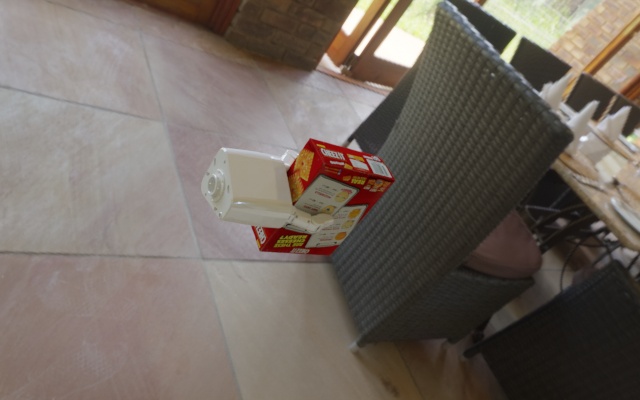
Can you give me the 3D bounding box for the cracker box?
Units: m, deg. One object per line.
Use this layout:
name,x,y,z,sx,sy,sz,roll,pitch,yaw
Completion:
cracker box,0.000,0.003,0.836,0.164,0.072,0.214,9,-48,-38
